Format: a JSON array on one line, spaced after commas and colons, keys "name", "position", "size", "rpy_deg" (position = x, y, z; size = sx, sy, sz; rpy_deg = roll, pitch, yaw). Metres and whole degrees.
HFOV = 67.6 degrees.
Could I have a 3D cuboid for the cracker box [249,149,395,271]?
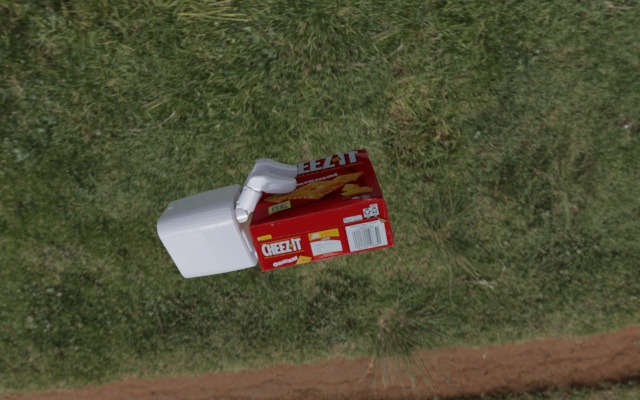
[{"name": "cracker box", "position": [0.000, 0.002, 0.651], "size": [0.164, 0.072, 0.213], "rpy_deg": [-12, 22, 4]}]
